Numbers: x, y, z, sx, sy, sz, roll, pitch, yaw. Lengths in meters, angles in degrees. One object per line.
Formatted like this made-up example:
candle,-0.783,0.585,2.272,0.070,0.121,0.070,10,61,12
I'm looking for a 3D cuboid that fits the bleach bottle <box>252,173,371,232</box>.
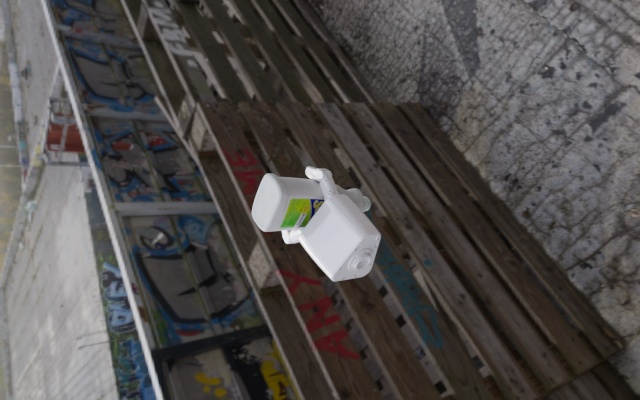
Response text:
bleach bottle,0.000,0.003,0.896,0.251,0.103,0.068,-2,38,-40
